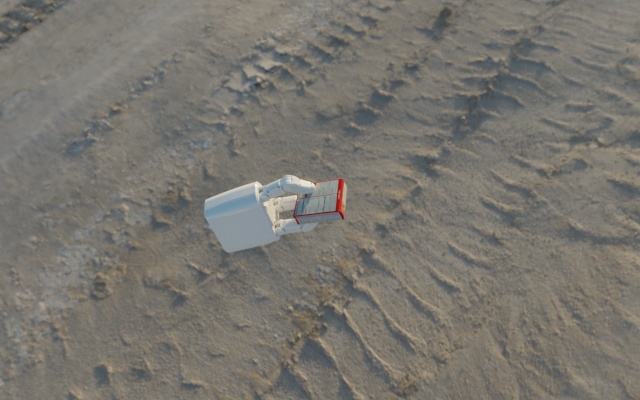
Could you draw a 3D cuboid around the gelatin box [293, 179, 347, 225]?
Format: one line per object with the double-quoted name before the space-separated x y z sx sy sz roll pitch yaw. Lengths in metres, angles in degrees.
"gelatin box" 0.000 0.002 0.850 0.089 0.073 0.030 -8 -39 20
